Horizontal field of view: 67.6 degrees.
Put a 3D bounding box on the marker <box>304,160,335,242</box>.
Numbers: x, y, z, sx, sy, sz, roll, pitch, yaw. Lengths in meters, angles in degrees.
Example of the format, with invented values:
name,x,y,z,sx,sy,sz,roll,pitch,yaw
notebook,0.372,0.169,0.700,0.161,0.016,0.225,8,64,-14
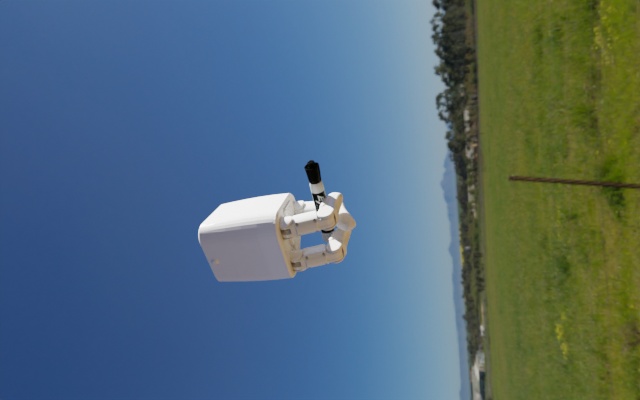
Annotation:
name,x,y,z,sx,sy,sz,roll,pitch,yaw
marker,0.000,0.002,0.619,0.020,0.121,0.020,-10,33,6
